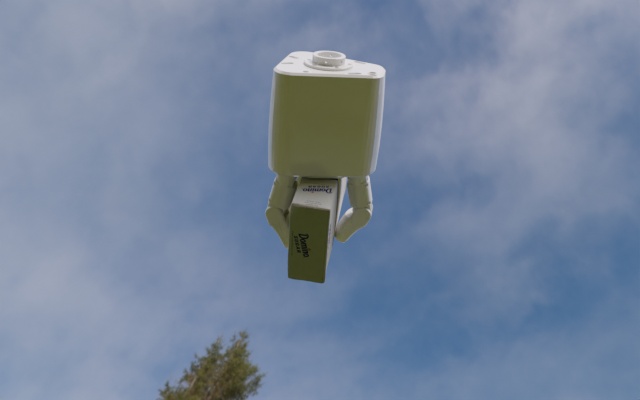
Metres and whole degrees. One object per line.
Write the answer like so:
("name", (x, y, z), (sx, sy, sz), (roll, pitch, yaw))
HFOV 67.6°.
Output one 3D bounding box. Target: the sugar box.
("sugar box", (0.000, 0.002, 0.543), (0.048, 0.093, 0.176), (8, 30, 8))
